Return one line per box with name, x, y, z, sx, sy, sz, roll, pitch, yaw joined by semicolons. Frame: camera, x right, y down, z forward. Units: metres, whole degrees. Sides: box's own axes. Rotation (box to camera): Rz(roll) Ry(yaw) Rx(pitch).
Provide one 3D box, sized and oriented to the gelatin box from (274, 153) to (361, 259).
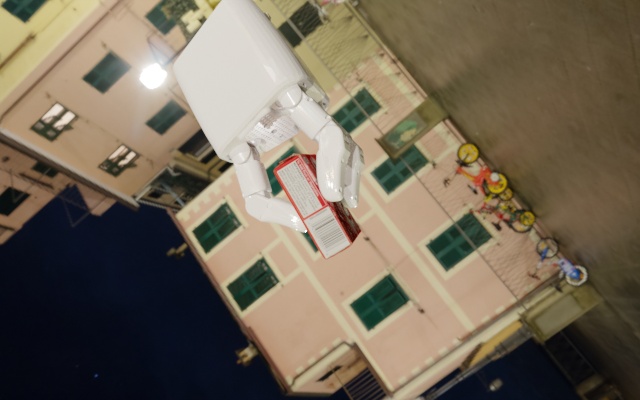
gelatin box;0.000;0.002;0.422;0.030;0.089;0.073;-30;-1;11
